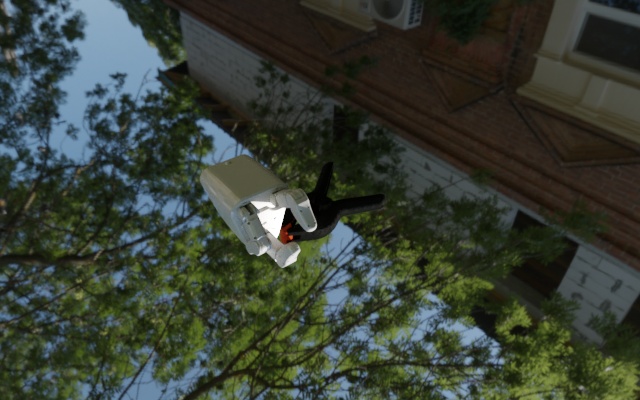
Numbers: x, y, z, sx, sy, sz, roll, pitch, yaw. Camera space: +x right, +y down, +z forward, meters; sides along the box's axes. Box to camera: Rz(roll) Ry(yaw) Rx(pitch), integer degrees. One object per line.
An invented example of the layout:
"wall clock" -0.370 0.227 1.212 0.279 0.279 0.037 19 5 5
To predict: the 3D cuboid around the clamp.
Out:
"clamp" 0.000 0.003 0.714 0.171 0.039 0.120 -26 46 -29
